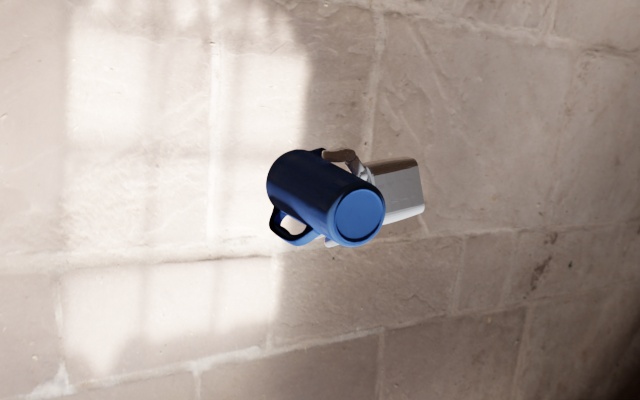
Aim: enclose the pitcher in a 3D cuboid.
[{"bbox_3d":[0.000,0.003,0.840,0.145,0.149,0.242,-12,20,-24],"label":"pitcher"}]
